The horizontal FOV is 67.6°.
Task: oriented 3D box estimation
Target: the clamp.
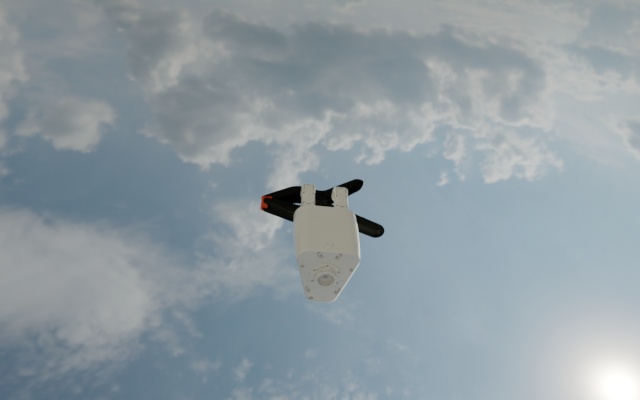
[{"bbox_3d":[-0.001,0.004,0.853,0.210,0.036,0.164,6,32,-7],"label":"clamp"}]
